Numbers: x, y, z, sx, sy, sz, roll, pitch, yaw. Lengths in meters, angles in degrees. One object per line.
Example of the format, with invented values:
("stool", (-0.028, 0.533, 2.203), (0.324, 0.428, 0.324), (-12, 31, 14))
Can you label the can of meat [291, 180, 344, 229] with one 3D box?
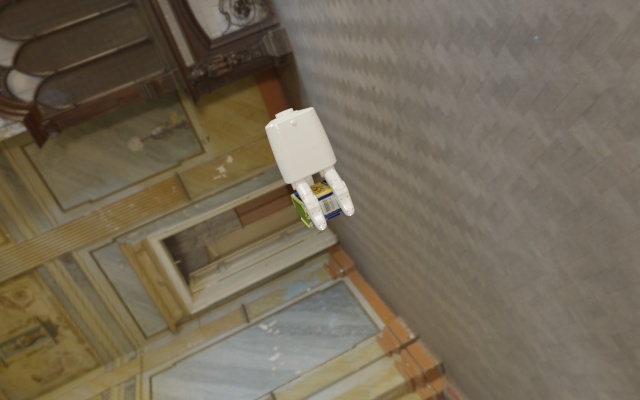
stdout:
("can of meat", (0.000, 0.003, 0.873), (0.084, 0.057, 0.102), (-24, 19, -10))
